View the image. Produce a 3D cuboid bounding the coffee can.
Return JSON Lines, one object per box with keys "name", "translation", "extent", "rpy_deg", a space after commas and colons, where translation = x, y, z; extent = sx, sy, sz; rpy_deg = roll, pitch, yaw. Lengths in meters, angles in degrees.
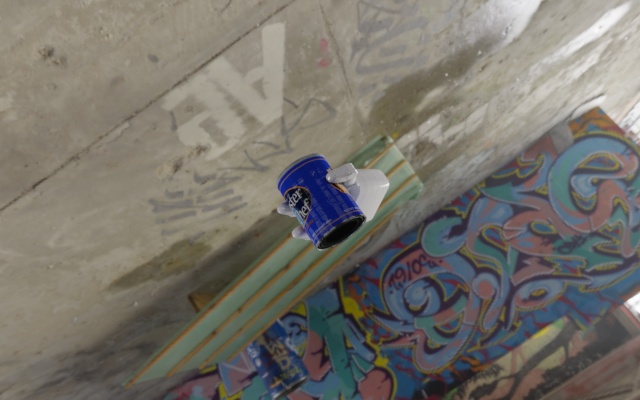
{"name": "coffee can", "translation": [0.000, 0.003, 0.838], "extent": [0.103, 0.140, 0.103], "rpy_deg": [-29, -21, -12]}
